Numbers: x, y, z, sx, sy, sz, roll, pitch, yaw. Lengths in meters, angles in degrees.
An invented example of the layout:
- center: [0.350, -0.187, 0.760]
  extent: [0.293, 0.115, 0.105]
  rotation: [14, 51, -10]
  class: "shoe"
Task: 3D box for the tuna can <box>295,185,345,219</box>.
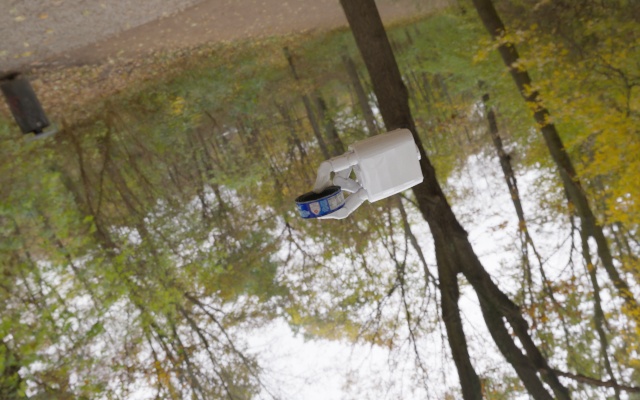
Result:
- center: [0.000, 0.003, 0.853]
  extent: [0.086, 0.034, 0.086]
  rotation: [-16, 12, 4]
  class: "tuna can"
